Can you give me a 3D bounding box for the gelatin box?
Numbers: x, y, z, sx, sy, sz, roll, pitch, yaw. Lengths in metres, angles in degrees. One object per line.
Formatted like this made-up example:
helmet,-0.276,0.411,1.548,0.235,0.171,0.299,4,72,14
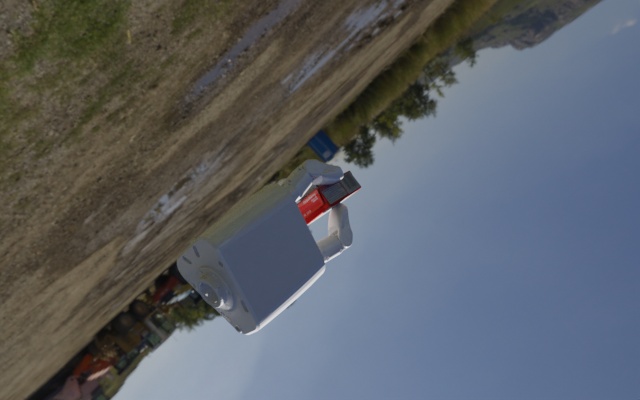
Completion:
gelatin box,0.001,0.002,0.594,0.073,0.030,0.089,-37,-4,35
